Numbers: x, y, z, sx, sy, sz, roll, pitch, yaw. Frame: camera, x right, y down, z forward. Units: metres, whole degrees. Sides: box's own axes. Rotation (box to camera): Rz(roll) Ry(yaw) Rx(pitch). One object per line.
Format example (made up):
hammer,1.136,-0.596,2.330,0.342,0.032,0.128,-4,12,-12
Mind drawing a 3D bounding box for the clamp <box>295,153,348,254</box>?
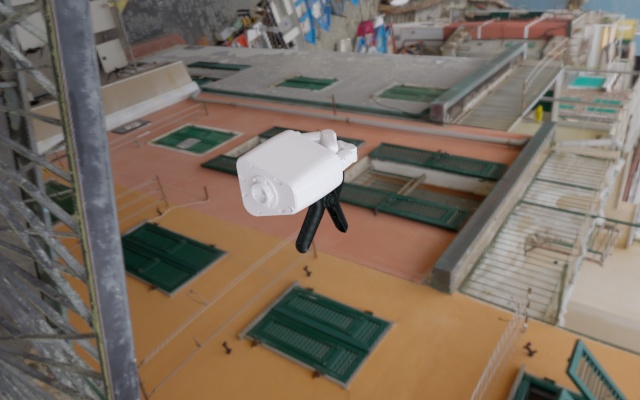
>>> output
clamp,0.001,0.002,0.773,0.039,0.171,0.120,15,34,33
